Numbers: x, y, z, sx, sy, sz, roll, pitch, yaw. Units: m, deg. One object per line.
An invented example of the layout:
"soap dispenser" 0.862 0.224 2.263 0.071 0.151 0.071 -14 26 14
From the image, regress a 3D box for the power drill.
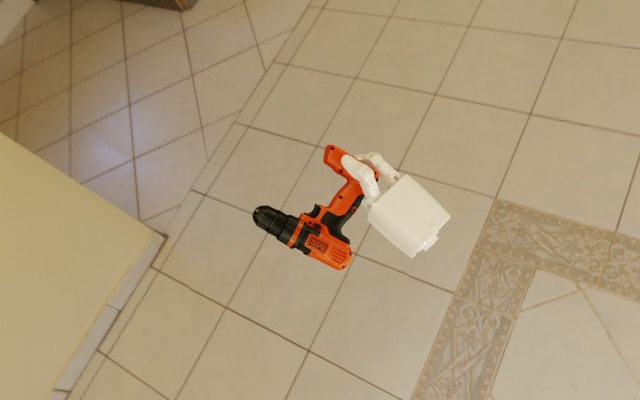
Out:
"power drill" 0.001 0.002 0.817 0.184 0.187 0.057 29 -4 -10
